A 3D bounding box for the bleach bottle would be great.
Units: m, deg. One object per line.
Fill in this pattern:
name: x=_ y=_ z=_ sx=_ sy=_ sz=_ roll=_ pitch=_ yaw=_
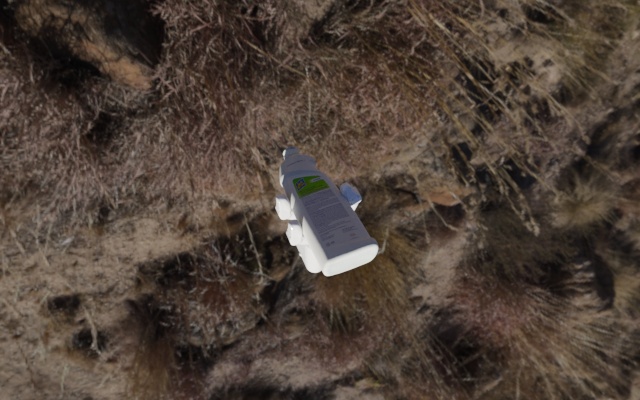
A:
bleach bottle: x=0.000 y=0.003 z=0.834 sx=0.102 sy=0.250 sz=0.068 roll=-18 pitch=-31 yaw=-16
